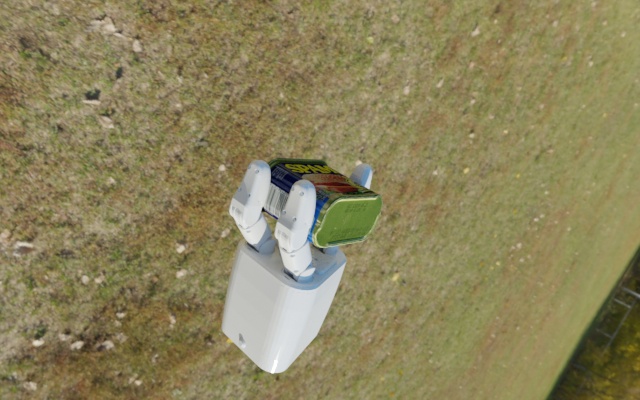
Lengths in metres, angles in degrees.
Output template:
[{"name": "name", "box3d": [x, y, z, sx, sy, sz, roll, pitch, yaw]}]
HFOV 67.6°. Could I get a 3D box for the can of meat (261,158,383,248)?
[{"name": "can of meat", "box3d": [0.000, 0.002, 0.464, 0.084, 0.057, 0.102, 31, 21, 33]}]
